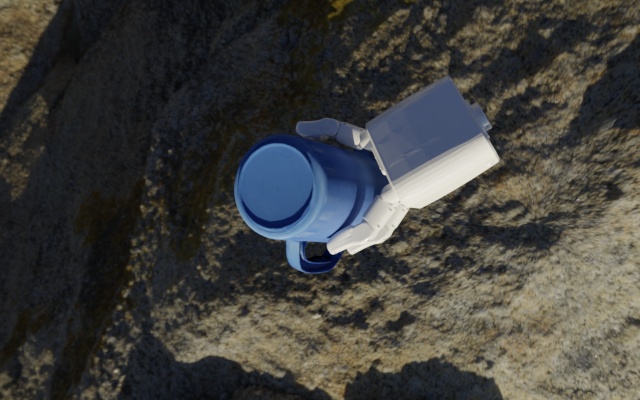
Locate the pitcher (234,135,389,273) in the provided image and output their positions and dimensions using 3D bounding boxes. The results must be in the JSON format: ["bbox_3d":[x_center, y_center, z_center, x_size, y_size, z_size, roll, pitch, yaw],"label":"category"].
[{"bbox_3d":[0.000,0.002,0.588,0.145,0.149,0.243,-28,-13,20],"label":"pitcher"}]
